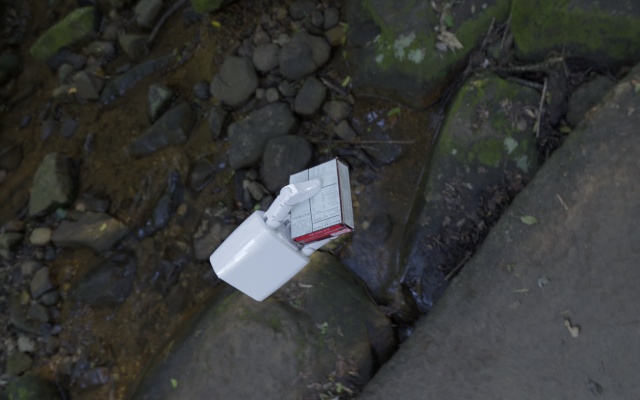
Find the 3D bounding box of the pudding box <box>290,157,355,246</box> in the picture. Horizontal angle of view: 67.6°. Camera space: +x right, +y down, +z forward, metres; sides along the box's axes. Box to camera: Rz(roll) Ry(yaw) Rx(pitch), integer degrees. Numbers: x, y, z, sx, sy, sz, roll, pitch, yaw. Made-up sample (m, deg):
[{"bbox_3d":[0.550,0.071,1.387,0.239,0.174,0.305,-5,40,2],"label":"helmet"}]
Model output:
[{"bbox_3d":[0.000,0.002,0.710,0.090,0.113,0.039,-18,-29,26],"label":"pudding box"}]
